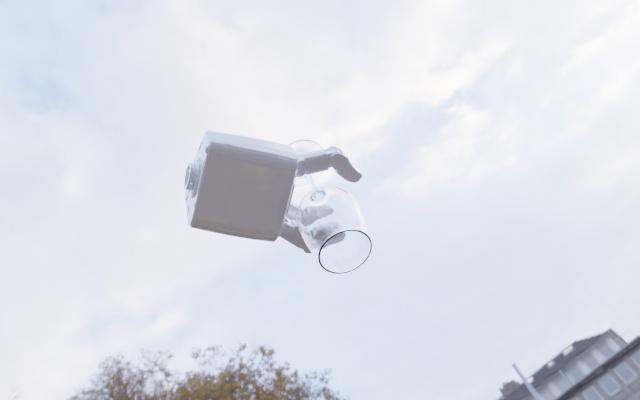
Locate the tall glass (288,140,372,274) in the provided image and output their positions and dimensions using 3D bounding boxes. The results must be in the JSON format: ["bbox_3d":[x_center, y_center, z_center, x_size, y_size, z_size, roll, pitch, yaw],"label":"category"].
[{"bbox_3d":[0.000,0.002,0.595,0.079,0.079,0.201,0,33,-20],"label":"tall glass"}]
